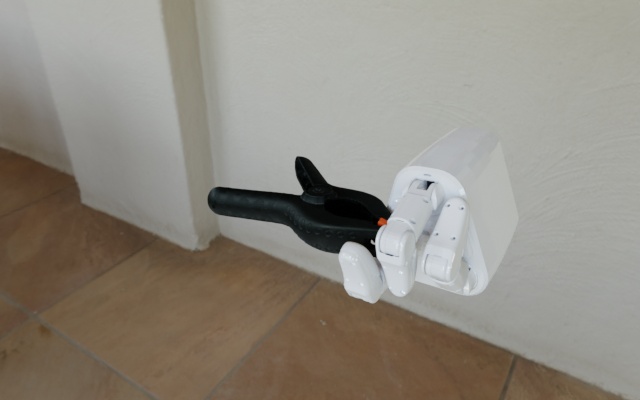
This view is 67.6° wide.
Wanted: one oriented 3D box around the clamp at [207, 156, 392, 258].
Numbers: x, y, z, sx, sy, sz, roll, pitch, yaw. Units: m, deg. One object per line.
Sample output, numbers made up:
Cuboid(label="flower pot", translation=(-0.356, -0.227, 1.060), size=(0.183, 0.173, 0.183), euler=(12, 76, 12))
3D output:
Cuboid(label="clamp", translation=(0.000, 0.001, 0.418), size=(0.171, 0.039, 0.120), euler=(20, 39, 29))
